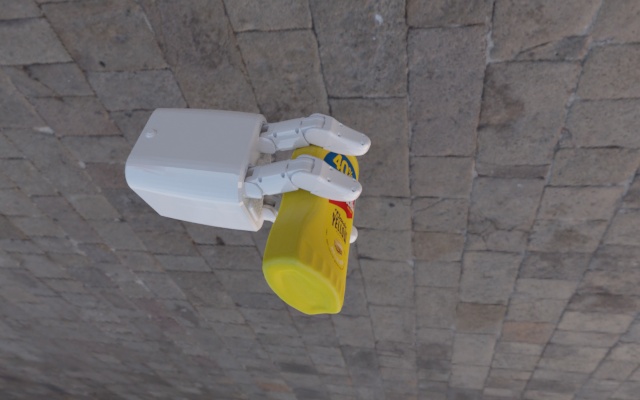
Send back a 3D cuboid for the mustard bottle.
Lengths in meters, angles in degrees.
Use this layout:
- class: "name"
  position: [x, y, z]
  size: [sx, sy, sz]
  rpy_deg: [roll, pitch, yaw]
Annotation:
- class: "mustard bottle"
  position: [0.000, 0.002, 0.450]
  size: [0.058, 0.191, 0.096]
  rpy_deg: [-9, -42, 25]
